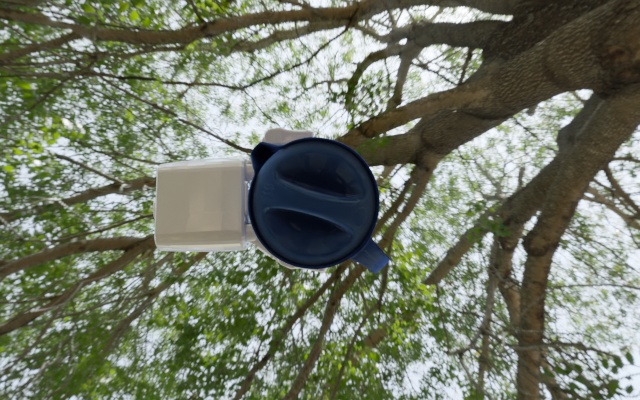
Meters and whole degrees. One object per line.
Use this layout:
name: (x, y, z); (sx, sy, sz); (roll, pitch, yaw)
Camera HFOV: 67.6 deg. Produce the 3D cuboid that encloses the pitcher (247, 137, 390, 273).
pitcher: (0.000, 0.002, 0.591); (0.145, 0.149, 0.243); (-3, 5, 0)
